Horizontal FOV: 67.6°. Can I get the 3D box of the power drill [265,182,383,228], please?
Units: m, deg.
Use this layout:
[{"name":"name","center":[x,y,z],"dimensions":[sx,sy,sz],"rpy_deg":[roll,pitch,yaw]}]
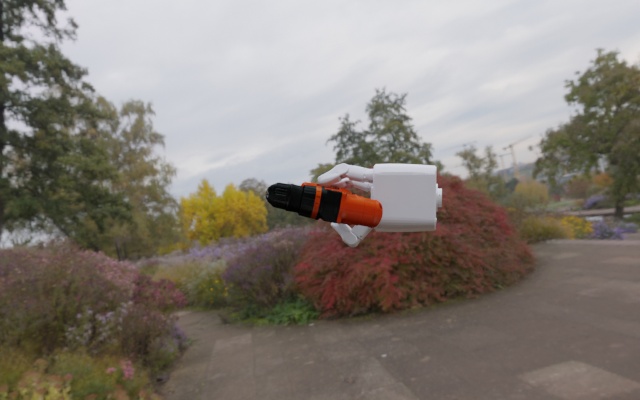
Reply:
[{"name":"power drill","center":[0.000,0.003,0.811],"dimensions":[0.184,0.057,0.187],"rpy_deg":[13,4,-6]}]
